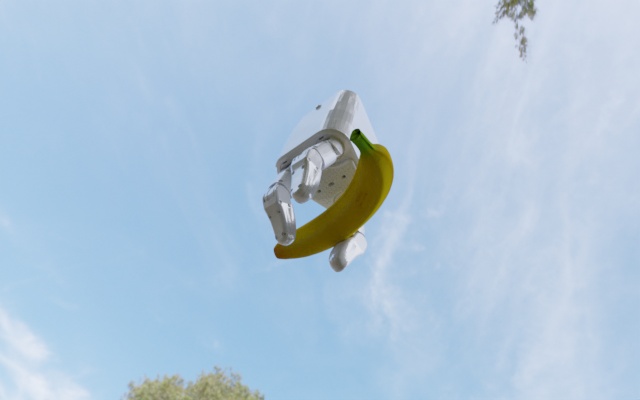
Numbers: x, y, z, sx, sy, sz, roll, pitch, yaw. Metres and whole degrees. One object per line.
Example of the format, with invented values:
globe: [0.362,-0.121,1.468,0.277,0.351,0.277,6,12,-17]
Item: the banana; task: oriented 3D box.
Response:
banana: [0.018,0.006,0.471,0.069,0.037,0.198,21,-46,-14]
